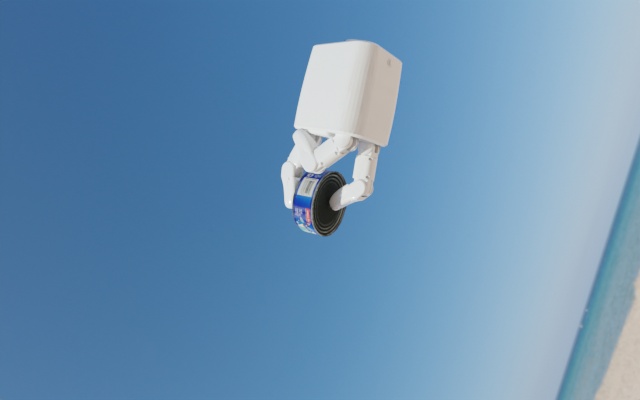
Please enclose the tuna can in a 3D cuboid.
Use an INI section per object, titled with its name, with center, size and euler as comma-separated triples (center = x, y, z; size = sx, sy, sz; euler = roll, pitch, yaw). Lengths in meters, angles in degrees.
[tuna can]
center = 0.000, 0.002, 0.624
size = 0.034, 0.086, 0.086
euler = 11, 6, 31
